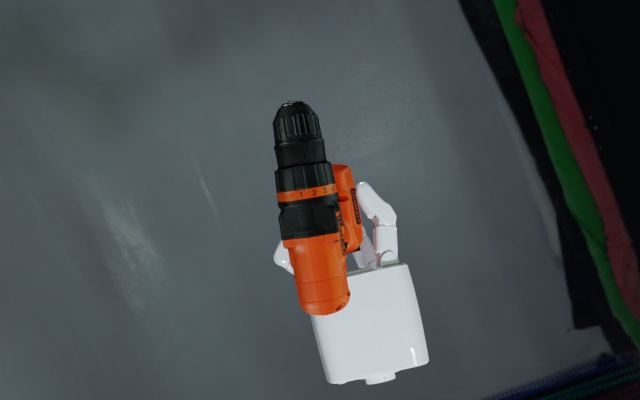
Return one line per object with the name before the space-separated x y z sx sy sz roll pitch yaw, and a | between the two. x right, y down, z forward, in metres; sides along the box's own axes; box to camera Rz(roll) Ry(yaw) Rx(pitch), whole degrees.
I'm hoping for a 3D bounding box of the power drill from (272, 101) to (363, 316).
power drill | 0.000 0.002 0.477 0.057 0.184 0.187 -7 4 11
